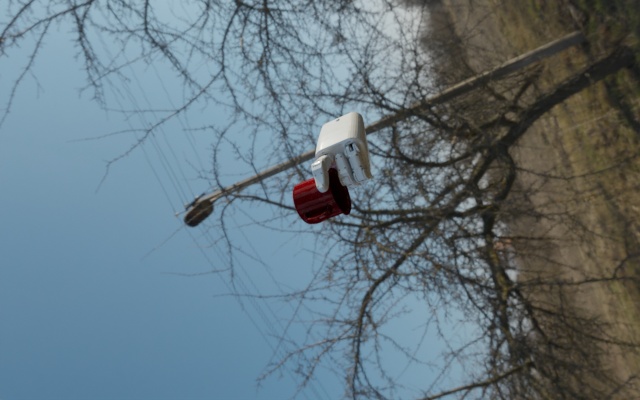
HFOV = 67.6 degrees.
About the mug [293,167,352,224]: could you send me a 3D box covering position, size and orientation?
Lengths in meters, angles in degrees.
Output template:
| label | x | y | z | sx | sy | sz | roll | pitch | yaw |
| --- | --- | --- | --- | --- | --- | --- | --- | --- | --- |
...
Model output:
| label | x | y | z | sx | sy | sz | roll | pitch | yaw |
| --- | --- | --- | --- | --- | --- | --- | --- | --- | --- |
| mug | 0.000 | 0.004 | 0.885 | 0.081 | 0.093 | 0.117 | -20 | 34 | 22 |
